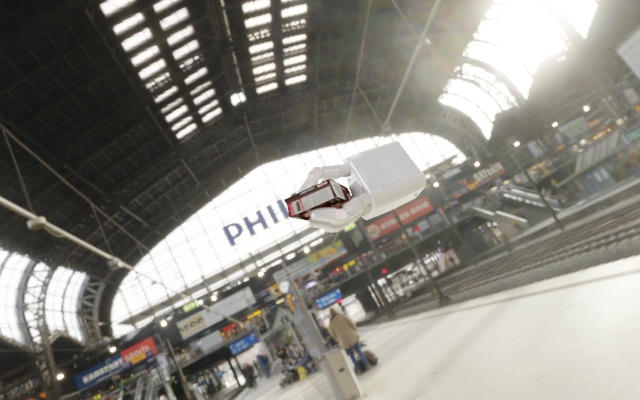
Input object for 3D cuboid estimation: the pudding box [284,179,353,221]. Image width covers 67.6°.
[{"bbox_3d":[0.000,0.003,0.825,0.090,0.039,0.113,-25,-16,15],"label":"pudding box"}]
